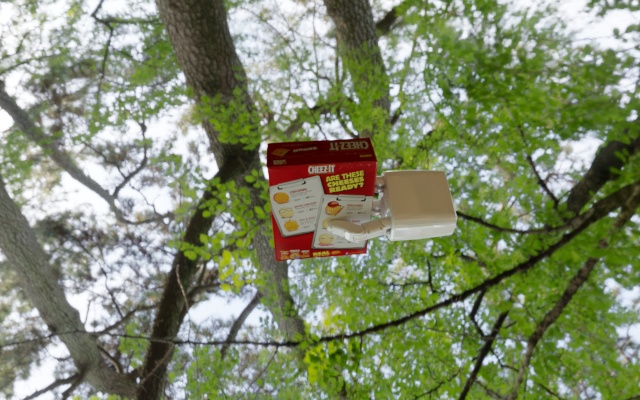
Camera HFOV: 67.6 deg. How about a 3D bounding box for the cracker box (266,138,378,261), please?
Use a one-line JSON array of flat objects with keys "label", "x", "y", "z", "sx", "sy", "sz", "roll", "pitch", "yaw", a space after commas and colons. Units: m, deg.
[{"label": "cracker box", "x": 0.000, "y": 0.003, "z": 0.785, "sx": 0.164, "sy": 0.214, "sz": 0.072, "roll": -4, "pitch": 43, "yaw": -4}]
